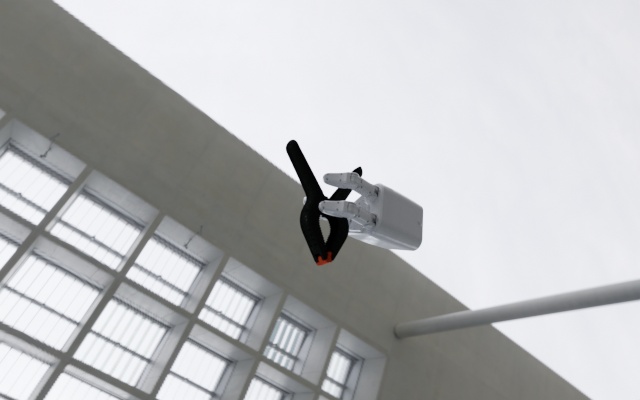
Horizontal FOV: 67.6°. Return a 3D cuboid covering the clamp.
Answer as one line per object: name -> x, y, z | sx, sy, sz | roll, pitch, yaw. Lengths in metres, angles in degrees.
clamp -> 0.000, 0.003, 0.806 | 0.164, 0.210, 0.036 | 24, -32, -29
